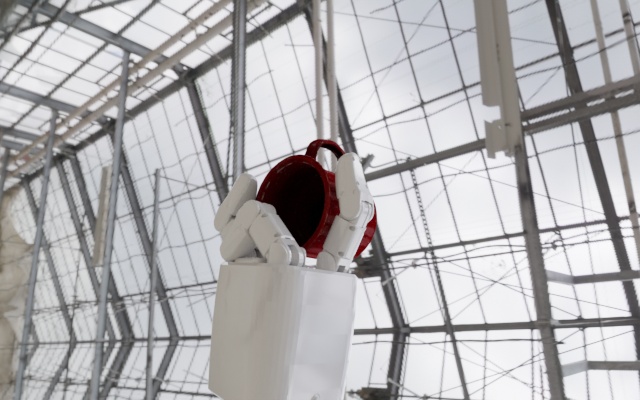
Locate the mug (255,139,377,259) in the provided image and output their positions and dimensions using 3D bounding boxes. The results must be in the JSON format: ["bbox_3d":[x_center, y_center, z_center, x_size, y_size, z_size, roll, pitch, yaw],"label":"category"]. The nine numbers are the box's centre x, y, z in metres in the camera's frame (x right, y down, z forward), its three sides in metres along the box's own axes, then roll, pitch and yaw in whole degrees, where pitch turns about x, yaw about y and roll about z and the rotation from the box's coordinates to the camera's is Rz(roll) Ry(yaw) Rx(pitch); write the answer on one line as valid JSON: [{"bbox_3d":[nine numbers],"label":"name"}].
[{"bbox_3d":[0.000,0.000,0.445,0.093,0.117,0.081,0,-13,42],"label":"mug"}]
